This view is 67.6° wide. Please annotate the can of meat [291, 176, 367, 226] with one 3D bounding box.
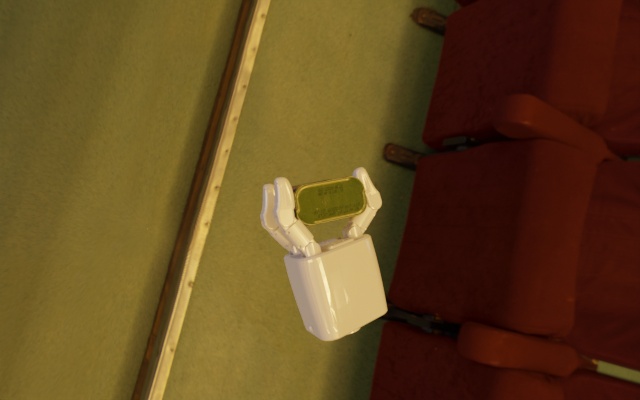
[{"bbox_3d":[0.000,0.002,0.628,0.102,0.057,0.084,-12,1,-20],"label":"can of meat"}]
